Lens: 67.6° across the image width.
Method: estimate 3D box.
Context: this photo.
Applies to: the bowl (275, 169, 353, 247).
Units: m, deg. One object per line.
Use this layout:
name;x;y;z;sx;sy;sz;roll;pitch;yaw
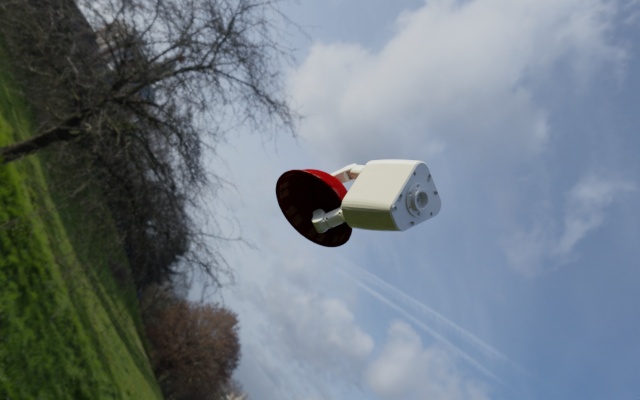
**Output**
bowl;-0.001;0.002;0.837;0.162;0.162;0.055;0;33;42
